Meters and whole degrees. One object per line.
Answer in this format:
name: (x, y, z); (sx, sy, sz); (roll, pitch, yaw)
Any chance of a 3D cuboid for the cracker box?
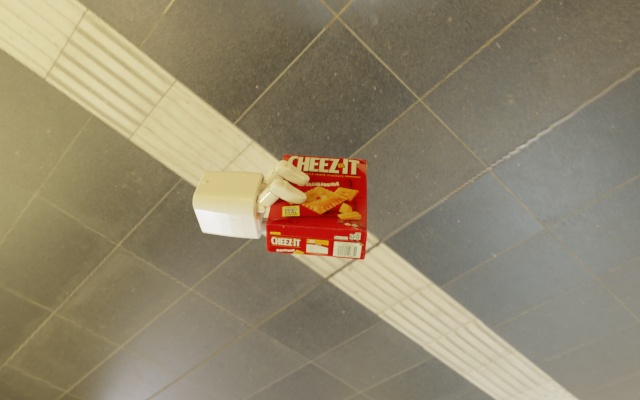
cracker box: (0.000, 0.003, 0.847); (0.164, 0.072, 0.213); (4, 38, 2)
